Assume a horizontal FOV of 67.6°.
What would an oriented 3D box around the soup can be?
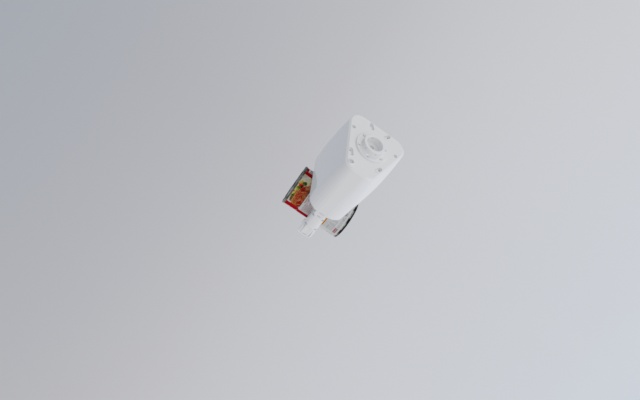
[{"bbox_3d":[0.000,0.003,0.753,0.102,0.068,0.068,34,-4,-6],"label":"soup can"}]
